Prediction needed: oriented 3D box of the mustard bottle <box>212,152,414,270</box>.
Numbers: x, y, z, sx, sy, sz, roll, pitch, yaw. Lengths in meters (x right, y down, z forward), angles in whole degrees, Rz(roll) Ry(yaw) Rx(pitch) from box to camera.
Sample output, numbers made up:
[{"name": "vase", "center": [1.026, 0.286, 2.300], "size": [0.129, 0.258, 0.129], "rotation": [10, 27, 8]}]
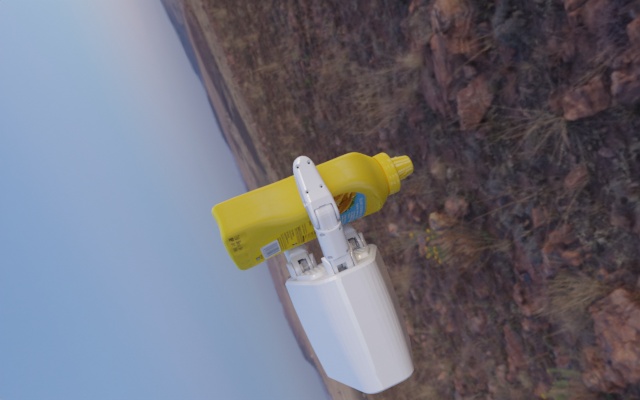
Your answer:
[{"name": "mustard bottle", "center": [0.000, 0.001, 0.452], "size": [0.191, 0.058, 0.096], "rotation": [-22, -24, -8]}]
